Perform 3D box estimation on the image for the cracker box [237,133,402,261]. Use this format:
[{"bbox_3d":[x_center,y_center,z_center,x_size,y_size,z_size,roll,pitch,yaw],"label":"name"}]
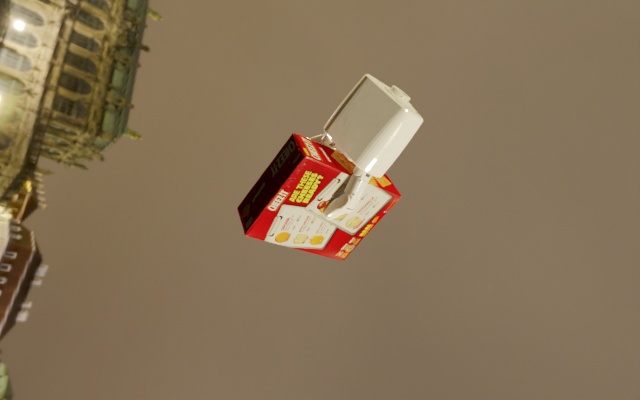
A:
[{"bbox_3d":[0.000,0.003,0.771,0.214,0.164,0.072,20,30,-39],"label":"cracker box"}]
